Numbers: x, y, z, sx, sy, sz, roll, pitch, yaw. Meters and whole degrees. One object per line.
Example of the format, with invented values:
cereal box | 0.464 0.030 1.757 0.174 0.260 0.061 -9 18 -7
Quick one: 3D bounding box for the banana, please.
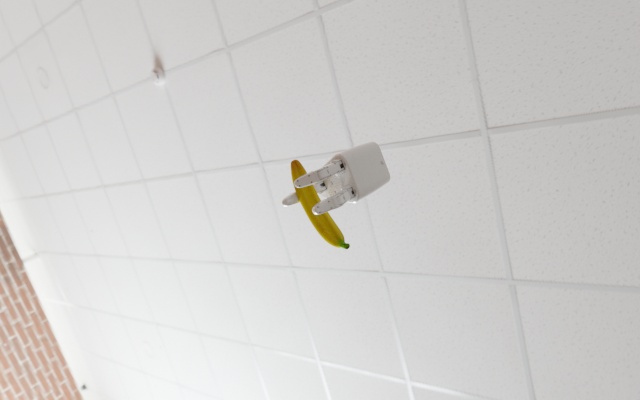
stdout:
banana | -0.004 0.014 0.899 0.037 0.197 0.070 -25 -16 -31
